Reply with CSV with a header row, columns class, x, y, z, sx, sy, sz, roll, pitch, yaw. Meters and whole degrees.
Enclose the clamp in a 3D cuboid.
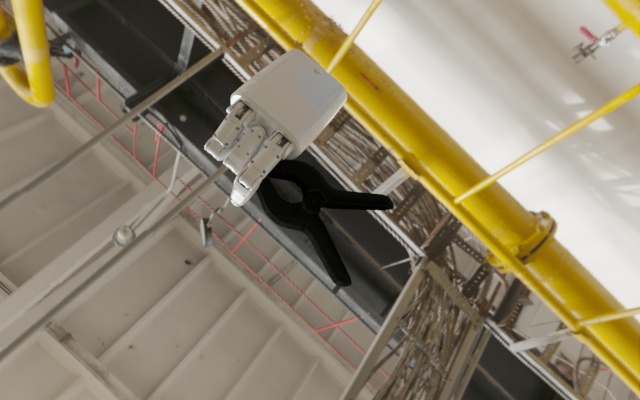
class,x,y,z,sx,sy,sz,roll,pitch,yaw
clamp,0.000,0.002,0.547,0.171,0.120,0.039,42,-27,-3
